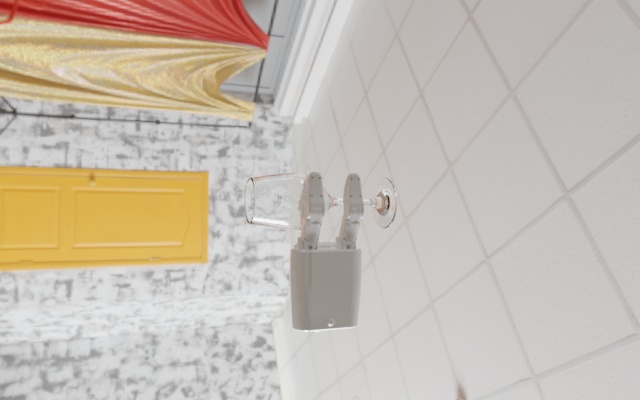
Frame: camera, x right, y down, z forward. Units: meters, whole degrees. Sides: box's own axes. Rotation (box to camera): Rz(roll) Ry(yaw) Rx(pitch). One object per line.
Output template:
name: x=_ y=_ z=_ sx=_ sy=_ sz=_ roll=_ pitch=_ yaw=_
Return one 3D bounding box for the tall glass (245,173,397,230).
tall glass: x=0.001 y=0.002 z=0.660 sx=0.201 sy=0.079 sz=0.079 roll=1 pitch=-1 yaw=-20
